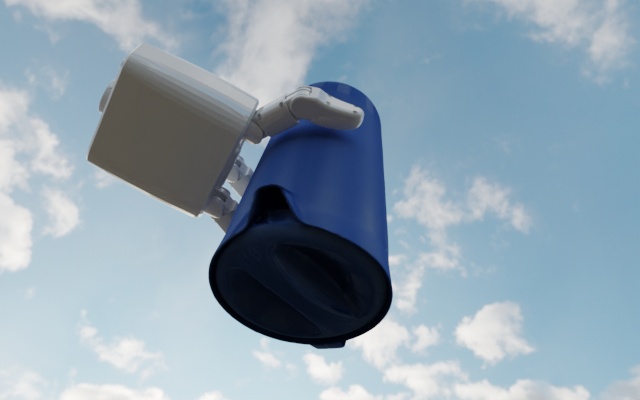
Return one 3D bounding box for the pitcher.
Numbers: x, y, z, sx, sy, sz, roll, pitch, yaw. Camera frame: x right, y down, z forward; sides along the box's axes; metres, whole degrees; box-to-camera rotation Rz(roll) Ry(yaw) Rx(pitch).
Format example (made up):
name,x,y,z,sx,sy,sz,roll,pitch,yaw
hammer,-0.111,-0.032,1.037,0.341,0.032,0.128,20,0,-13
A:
name,x,y,z,sx,sy,sz,roll,pitch,yaw
pitcher,0.000,0.001,0.435,0.145,0.242,0.149,27,-51,-13
